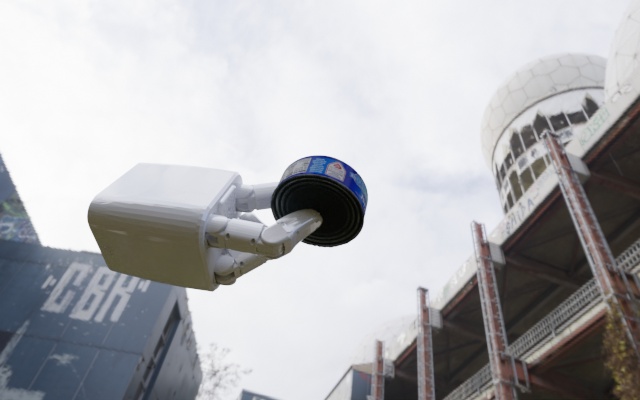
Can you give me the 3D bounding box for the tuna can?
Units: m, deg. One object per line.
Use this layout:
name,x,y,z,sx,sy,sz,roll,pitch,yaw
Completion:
tuna can,0.000,0.001,0.437,0.086,0.086,0.033,0,40,17
